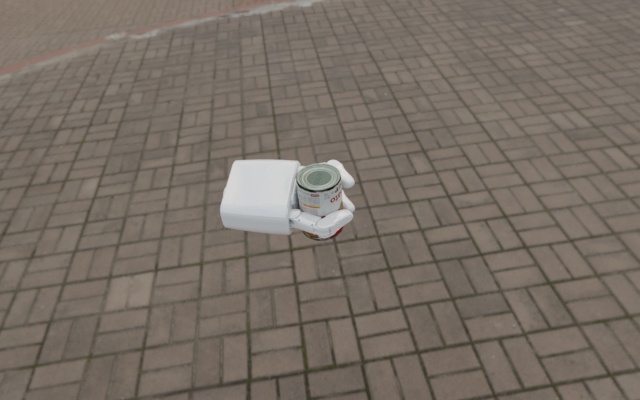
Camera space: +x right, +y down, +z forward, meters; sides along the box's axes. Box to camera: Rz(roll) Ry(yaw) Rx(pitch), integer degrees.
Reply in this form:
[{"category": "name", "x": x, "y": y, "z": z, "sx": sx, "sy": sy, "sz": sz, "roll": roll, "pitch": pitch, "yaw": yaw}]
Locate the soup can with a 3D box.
[{"category": "soup can", "x": 0.001, "y": 0.002, "z": 0.727, "sx": 0.068, "sy": 0.102, "sz": 0.068, "roll": -3, "pitch": 41, "yaw": 2}]
